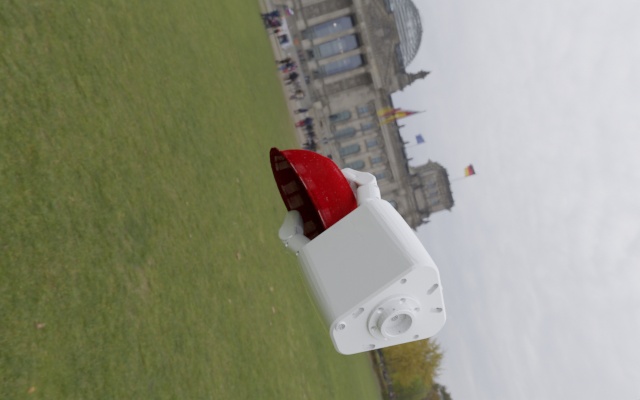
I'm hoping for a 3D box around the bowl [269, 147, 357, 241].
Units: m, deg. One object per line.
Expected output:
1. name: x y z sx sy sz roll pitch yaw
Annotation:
1. bowl: 0.000 0.001 0.557 0.055 0.162 0.162 -27 7 -14
